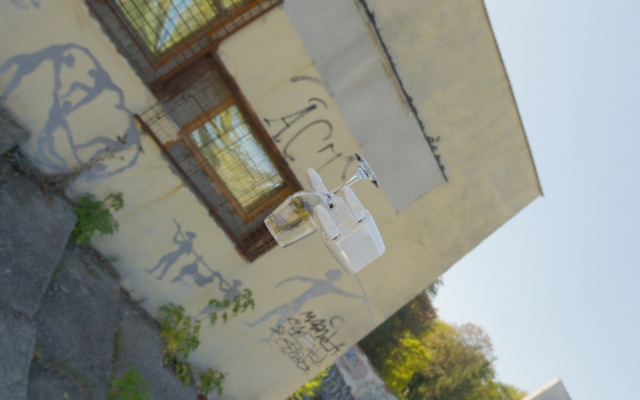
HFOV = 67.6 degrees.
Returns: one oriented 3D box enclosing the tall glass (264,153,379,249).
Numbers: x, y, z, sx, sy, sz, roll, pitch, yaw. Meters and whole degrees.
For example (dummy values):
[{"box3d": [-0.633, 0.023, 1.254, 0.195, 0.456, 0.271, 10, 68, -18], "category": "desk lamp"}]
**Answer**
[{"box3d": [0.001, 0.002, 0.836, 0.201, 0.079, 0.079, -34, 2, -3], "category": "tall glass"}]
